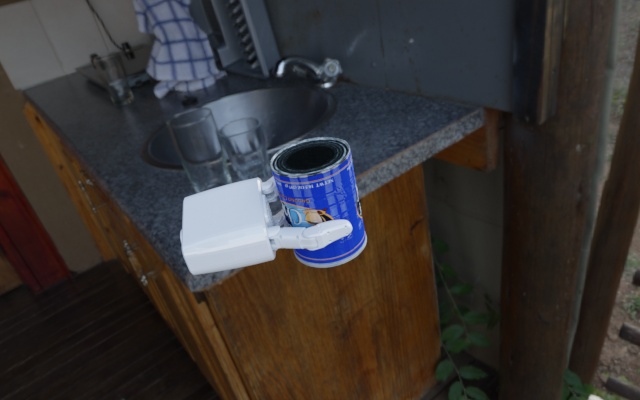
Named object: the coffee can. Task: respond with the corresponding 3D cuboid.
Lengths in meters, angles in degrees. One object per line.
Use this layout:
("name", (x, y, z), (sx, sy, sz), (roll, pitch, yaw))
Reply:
("coffee can", (0.000, 0.002, 0.627), (0.103, 0.140, 0.102), (-10, 31, 6))
